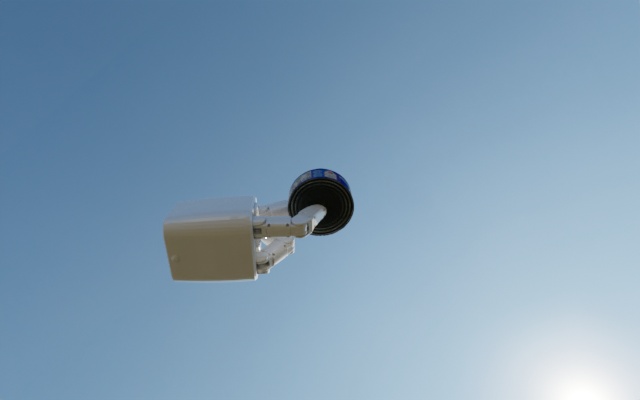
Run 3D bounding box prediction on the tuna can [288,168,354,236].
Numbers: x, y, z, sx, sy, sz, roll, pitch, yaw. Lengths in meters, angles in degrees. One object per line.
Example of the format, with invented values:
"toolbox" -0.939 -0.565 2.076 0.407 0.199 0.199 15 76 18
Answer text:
"tuna can" 0.000 0.002 0.628 0.086 0.086 0.033 0 28 -2
